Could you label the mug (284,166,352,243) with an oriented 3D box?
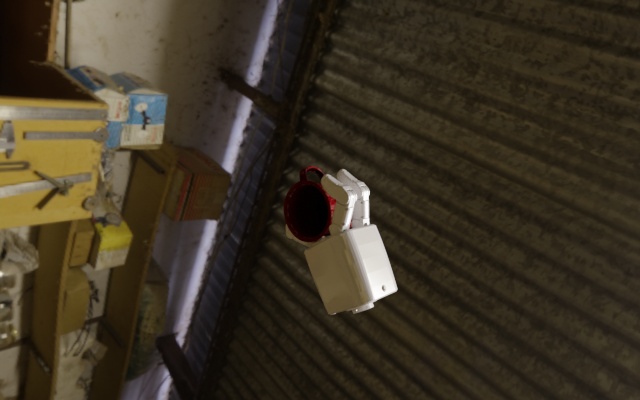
[{"bbox_3d":[0.000,0.001,0.742,0.093,0.117,0.081,-27,-13,38],"label":"mug"}]
